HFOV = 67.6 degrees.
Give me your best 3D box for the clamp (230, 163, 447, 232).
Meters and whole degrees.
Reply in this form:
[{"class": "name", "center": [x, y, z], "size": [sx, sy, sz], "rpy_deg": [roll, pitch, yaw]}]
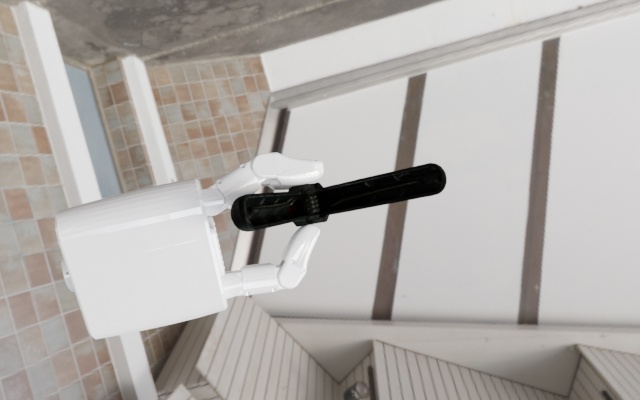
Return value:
[{"class": "clamp", "center": [0.000, 0.002, 0.423], "size": [0.164, 0.036, 0.210], "rpy_deg": [-10, -1, -13]}]
